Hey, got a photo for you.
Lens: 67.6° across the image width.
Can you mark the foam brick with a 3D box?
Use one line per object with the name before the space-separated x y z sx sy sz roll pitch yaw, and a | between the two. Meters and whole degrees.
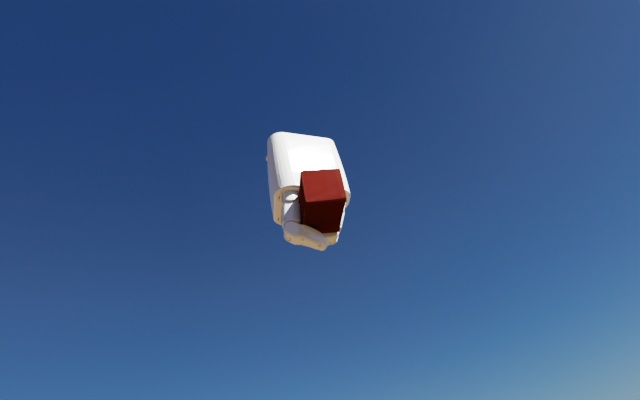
foam brick | 0.000 0.002 0.619 0.053 0.051 0.078 -3 -34 -9
